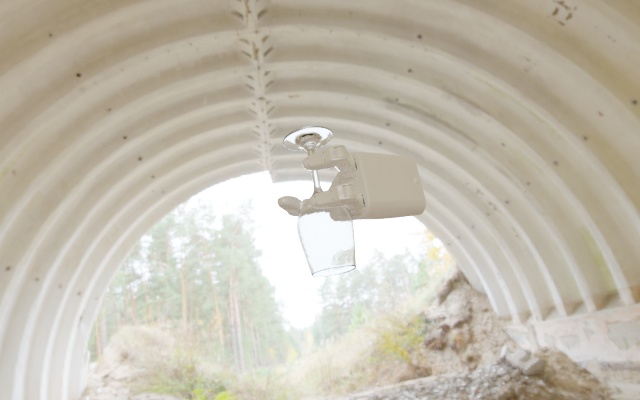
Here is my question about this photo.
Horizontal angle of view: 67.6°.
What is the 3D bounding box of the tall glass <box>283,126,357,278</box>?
[{"bbox_3d":[0.000,0.002,0.666,0.079,0.201,0.079,-10,-18,-3],"label":"tall glass"}]
